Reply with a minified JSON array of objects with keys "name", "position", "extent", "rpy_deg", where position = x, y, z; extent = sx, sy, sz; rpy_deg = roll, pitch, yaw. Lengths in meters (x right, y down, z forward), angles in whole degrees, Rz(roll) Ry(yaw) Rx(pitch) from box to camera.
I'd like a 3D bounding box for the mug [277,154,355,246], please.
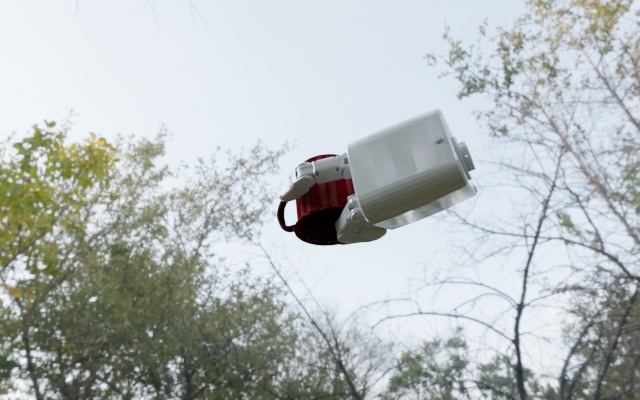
[{"name":"mug","position":[-0.001,0.002,0.583],"extent":[0.117,0.081,0.093],"rpy_deg":[-20,-34,19]}]
